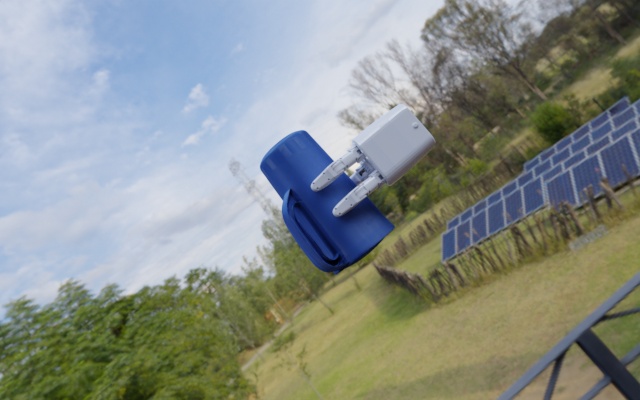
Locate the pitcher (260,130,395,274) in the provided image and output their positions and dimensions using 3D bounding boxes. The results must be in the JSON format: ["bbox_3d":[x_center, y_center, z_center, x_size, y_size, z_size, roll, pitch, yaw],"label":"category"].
[{"bbox_3d":[0.000,0.003,0.829,0.145,0.243,0.149,-40,-5,-1],"label":"pitcher"}]
